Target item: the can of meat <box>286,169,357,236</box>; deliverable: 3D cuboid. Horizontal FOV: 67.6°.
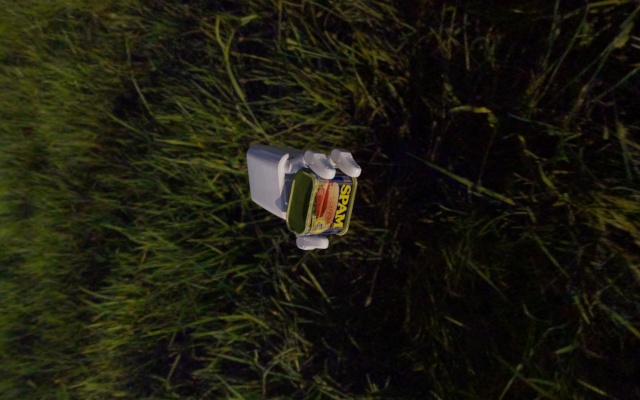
[{"bbox_3d":[0.000,0.002,0.724,0.084,0.102,0.057,0,18,-40],"label":"can of meat"}]
